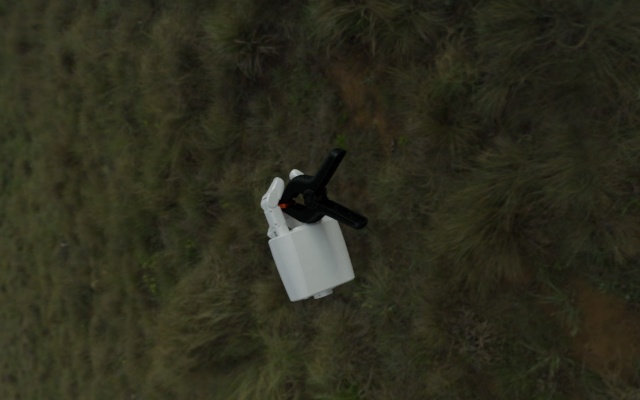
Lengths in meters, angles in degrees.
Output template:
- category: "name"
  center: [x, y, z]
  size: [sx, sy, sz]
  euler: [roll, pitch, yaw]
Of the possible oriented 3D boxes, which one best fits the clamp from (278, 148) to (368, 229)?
- category: "clamp"
  center: [0.000, 0.002, 0.733]
  size: [0.039, 0.120, 0.171]
  euler: [-15, -7, -40]
